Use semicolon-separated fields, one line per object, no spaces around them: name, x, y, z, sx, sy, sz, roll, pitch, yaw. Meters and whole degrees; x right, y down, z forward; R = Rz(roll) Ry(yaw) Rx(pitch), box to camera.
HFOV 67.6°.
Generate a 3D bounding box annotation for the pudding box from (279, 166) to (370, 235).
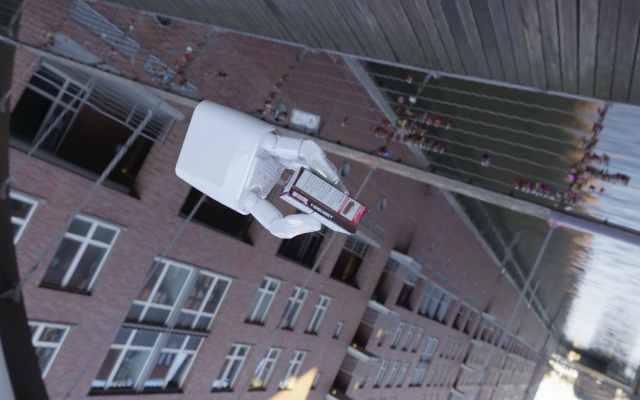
pudding box;0.000;0.002;0.564;0.090;0.039;0.113;31;-4;-7
